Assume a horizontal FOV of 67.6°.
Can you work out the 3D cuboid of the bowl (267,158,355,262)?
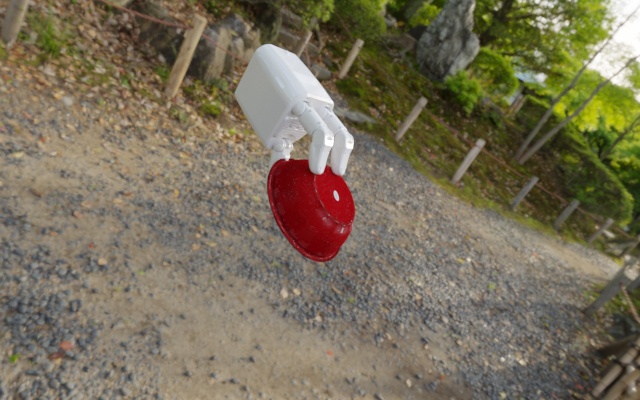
[{"bbox_3d":[0.001,0.003,0.671,0.055,0.162,0.162,-27,-14,30],"label":"bowl"}]
